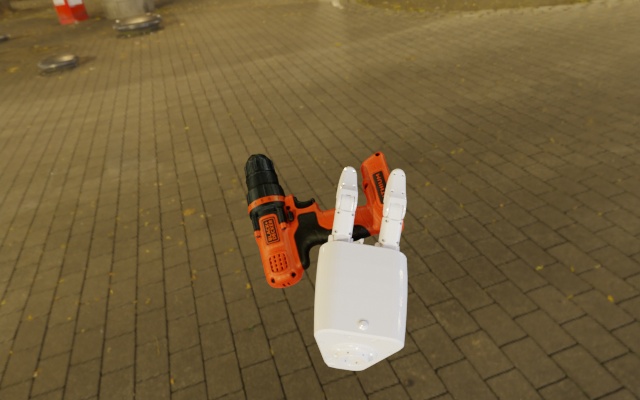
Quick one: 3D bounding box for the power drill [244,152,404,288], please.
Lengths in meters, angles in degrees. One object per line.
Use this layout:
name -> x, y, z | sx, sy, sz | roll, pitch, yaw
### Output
power drill -> 0.001, 0.002, 0.611 | 0.187, 0.184, 0.057 | -18, -20, 5
